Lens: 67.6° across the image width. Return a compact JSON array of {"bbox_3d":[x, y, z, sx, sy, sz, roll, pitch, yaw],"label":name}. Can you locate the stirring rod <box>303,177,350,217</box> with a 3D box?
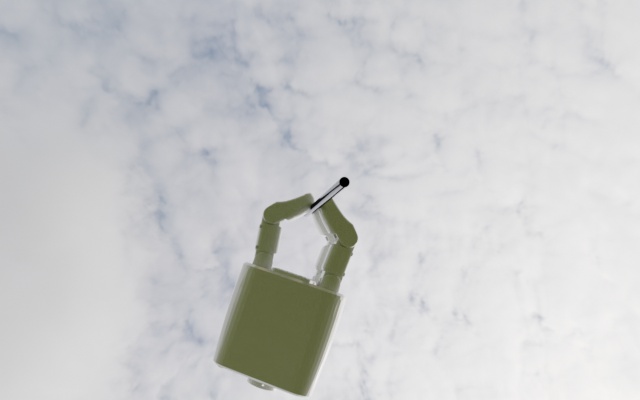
[{"bbox_3d":[0.000,0.002,0.466,0.011,0.011,0.239,0,-7,-8],"label":"stirring rod"}]
